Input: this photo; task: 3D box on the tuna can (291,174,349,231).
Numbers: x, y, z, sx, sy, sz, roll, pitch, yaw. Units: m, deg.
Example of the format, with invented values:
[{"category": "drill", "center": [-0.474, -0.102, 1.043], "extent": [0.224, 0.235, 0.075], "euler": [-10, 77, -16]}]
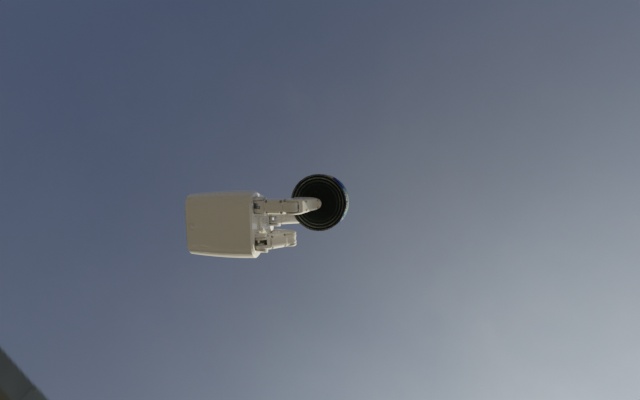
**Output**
[{"category": "tuna can", "center": [0.000, 0.002, 0.730], "extent": [0.086, 0.086, 0.034], "euler": [0, 4, 14]}]
